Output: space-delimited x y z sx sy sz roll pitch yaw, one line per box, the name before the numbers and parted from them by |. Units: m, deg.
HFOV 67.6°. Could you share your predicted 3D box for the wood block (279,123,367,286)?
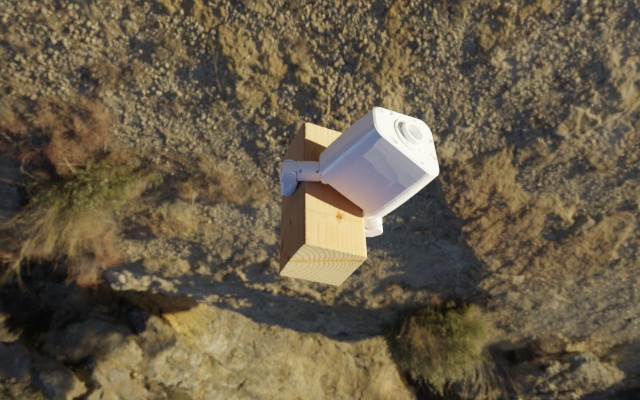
wood block | 0.000 0.002 0.677 0.091 0.206 0.090 14 -39 -20
